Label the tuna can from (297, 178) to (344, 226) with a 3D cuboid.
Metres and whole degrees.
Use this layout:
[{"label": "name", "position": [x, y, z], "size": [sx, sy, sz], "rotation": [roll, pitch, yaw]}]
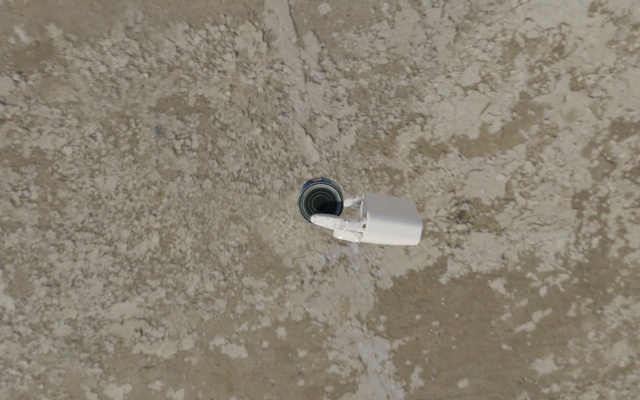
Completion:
[{"label": "tuna can", "position": [0.000, 0.003, 0.875], "size": [0.086, 0.086, 0.033], "rotation": [0, 14, -2]}]
